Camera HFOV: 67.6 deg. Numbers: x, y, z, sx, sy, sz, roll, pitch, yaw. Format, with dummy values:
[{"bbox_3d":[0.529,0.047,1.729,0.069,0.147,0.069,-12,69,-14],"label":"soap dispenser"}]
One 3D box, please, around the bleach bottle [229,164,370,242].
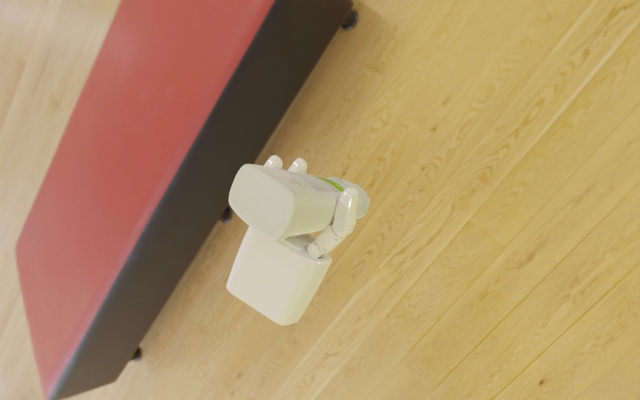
[{"bbox_3d":[0.000,0.002,0.641,0.102,0.068,0.251,35,18,30],"label":"bleach bottle"}]
